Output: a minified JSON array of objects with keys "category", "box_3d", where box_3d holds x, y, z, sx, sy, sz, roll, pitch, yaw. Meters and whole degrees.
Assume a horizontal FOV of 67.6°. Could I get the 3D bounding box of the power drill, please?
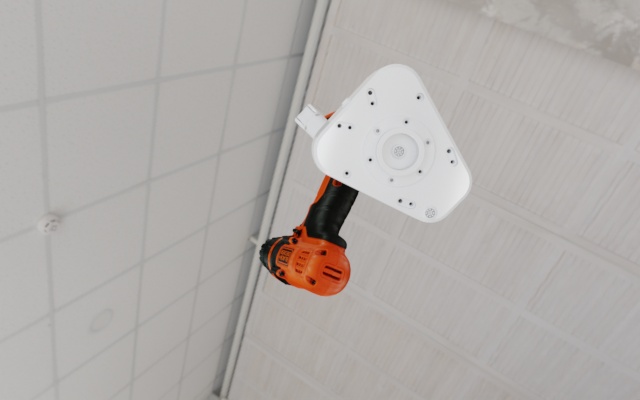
[{"category":"power drill","box_3d":[0.000,0.001,0.506,0.057,0.187,0.184,23,-8,-23]}]
